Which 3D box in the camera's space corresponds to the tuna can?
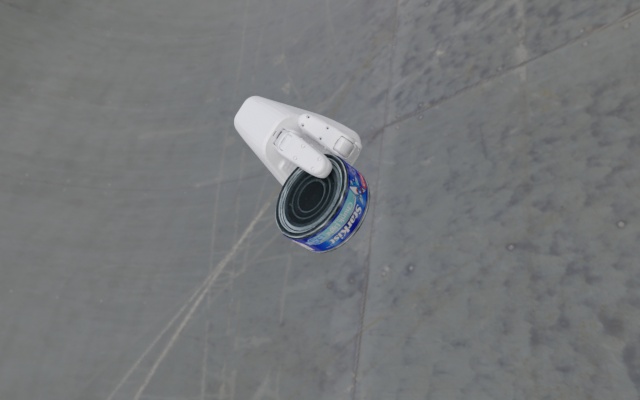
[{"bbox_3d":[0.000,0.001,0.427,0.086,0.086,0.034,0,-25,45],"label":"tuna can"}]
